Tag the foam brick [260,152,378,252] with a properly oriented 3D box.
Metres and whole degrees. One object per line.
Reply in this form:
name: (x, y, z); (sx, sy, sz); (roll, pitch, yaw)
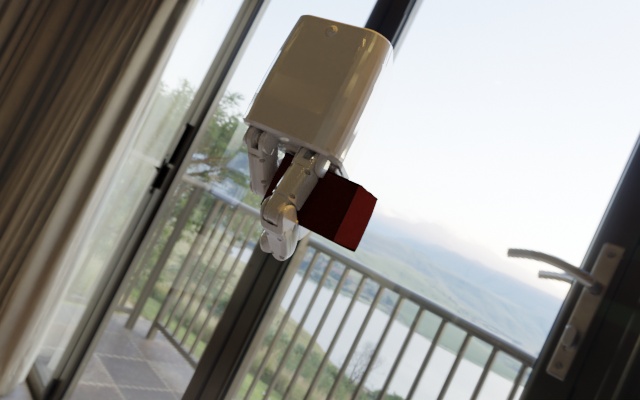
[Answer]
foam brick: (0.000, 0.002, 0.405); (0.078, 0.051, 0.053); (25, -3, 27)
